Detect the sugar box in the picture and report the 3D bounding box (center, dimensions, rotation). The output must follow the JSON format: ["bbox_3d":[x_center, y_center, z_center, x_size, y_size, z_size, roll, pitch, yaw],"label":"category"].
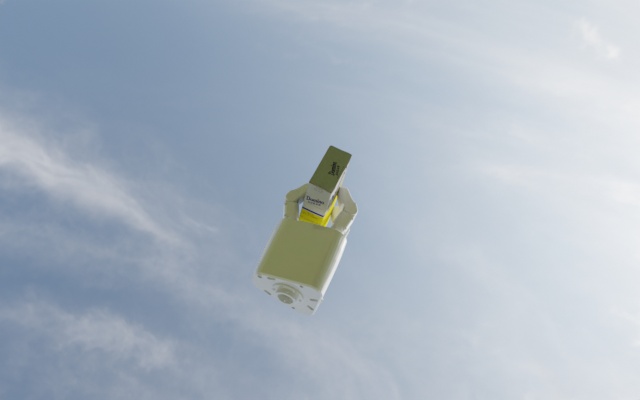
[{"bbox_3d":[0.001,0.003,0.795,0.048,0.093,0.176,26,-38,3],"label":"sugar box"}]
